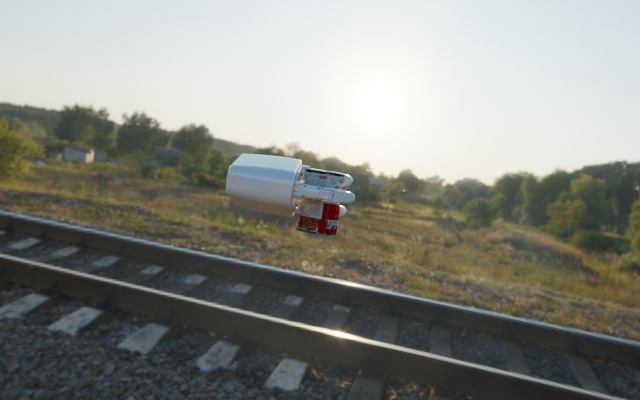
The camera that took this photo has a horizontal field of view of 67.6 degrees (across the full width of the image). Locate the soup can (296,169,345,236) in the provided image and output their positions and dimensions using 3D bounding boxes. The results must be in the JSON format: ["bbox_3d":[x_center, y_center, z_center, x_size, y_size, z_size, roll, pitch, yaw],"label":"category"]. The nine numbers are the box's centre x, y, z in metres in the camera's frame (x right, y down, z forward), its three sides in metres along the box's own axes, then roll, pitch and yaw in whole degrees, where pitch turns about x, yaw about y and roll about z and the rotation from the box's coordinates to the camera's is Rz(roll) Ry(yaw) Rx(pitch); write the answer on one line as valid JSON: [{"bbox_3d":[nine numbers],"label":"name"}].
[{"bbox_3d":[0.001,0.002,0.792,0.068,0.102,0.068,9,3,0],"label":"soup can"}]
